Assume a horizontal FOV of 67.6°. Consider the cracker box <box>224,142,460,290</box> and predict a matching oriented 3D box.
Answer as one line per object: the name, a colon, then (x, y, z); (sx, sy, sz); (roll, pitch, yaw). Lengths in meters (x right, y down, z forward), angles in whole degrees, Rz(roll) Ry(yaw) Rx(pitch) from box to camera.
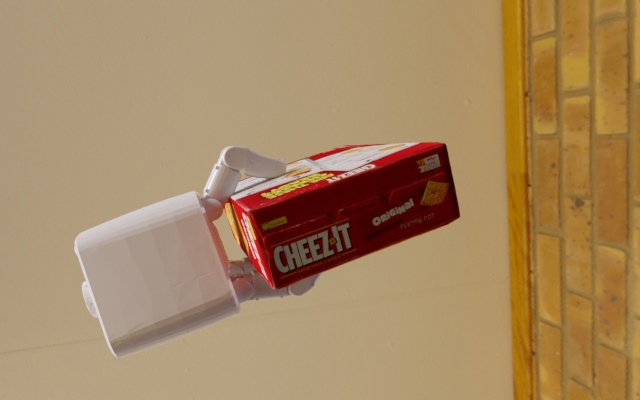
cracker box: (0.000, 0.001, 0.452); (0.164, 0.072, 0.213); (-20, 12, -15)
